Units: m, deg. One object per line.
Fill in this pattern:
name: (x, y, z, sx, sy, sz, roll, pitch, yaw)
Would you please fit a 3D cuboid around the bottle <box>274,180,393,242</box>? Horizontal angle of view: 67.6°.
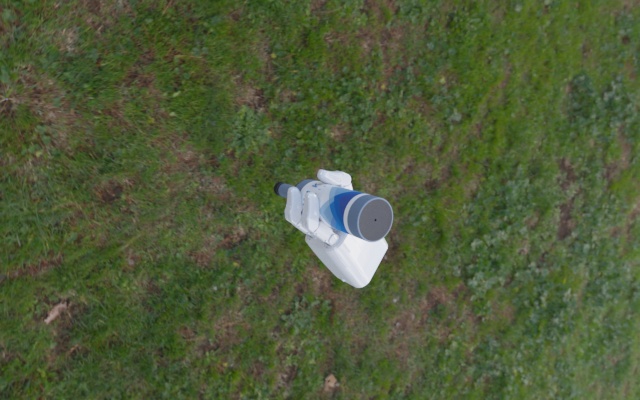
bottle: (0.000, 0.003, 0.807, 0.069, 0.069, 0.295, 0, 10, -33)
